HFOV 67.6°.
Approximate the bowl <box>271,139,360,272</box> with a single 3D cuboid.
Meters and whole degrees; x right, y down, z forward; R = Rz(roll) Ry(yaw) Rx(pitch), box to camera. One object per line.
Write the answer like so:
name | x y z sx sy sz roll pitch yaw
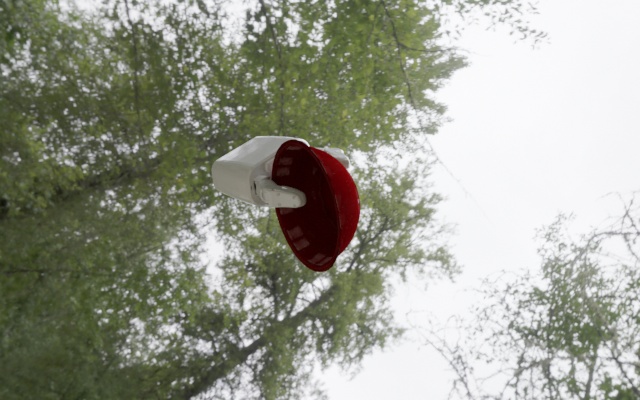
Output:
bowl | 0.001 0.002 0.580 0.055 0.162 0.162 -15 7 -28
